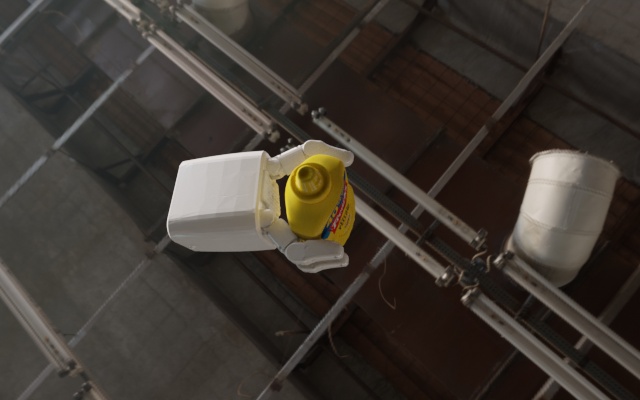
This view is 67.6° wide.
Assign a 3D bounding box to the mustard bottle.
[{"bbox_3d":[0.000,0.002,0.537,0.058,0.096,0.192,19,-13,14],"label":"mustard bottle"}]
